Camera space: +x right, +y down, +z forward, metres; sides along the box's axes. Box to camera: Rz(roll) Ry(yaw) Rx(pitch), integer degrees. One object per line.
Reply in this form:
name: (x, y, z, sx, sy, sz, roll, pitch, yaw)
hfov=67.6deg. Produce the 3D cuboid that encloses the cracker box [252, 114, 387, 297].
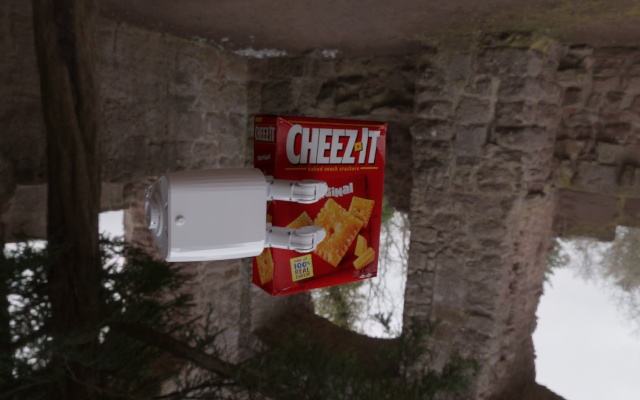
cracker box: (0.000, 0.002, 0.612, 0.164, 0.214, 0.072, -3, 11, -33)
